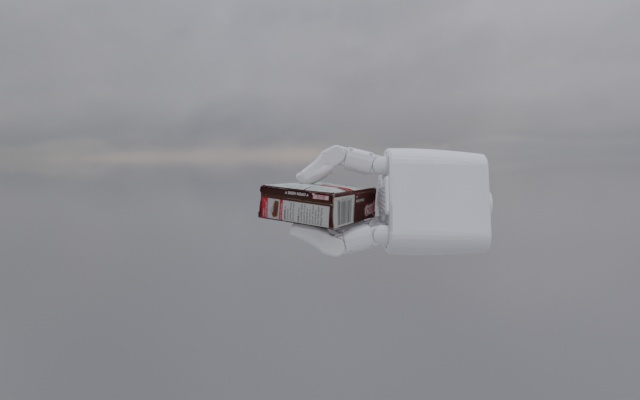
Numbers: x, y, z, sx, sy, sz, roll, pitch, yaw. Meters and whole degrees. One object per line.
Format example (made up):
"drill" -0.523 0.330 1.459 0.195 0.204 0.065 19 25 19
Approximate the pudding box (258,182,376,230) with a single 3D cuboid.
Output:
"pudding box" 0.000 0.002 0.523 0.090 0.039 0.113 7 6 27
